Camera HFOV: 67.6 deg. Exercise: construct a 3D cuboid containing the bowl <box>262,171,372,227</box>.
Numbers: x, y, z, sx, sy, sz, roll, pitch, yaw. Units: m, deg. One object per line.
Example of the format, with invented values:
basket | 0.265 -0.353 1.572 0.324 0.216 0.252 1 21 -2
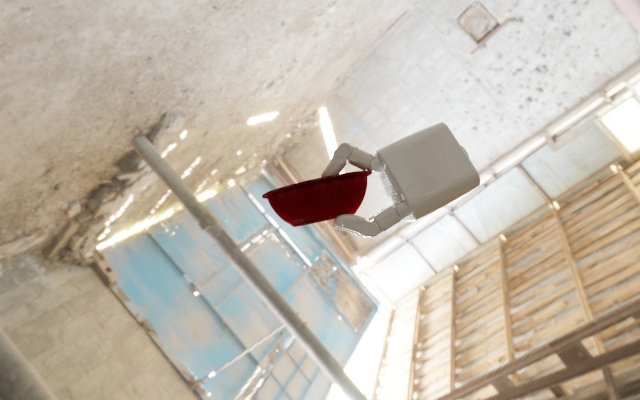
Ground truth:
bowl | -0.001 0.003 0.684 0.162 0.055 0.162 -12 -3 -1
